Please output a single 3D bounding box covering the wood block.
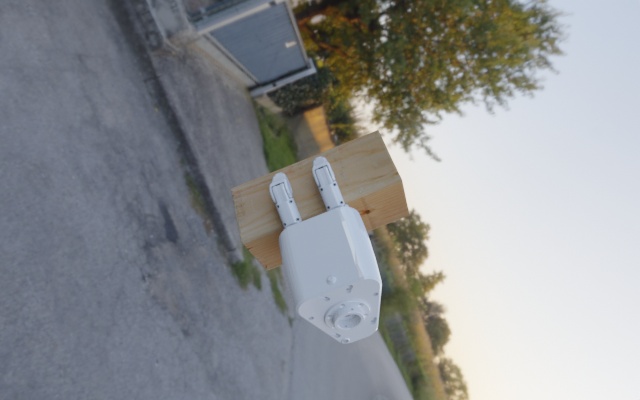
[{"bbox_3d":[0.000,0.002,0.628,0.206,0.090,0.091,-21,-35,4],"label":"wood block"}]
